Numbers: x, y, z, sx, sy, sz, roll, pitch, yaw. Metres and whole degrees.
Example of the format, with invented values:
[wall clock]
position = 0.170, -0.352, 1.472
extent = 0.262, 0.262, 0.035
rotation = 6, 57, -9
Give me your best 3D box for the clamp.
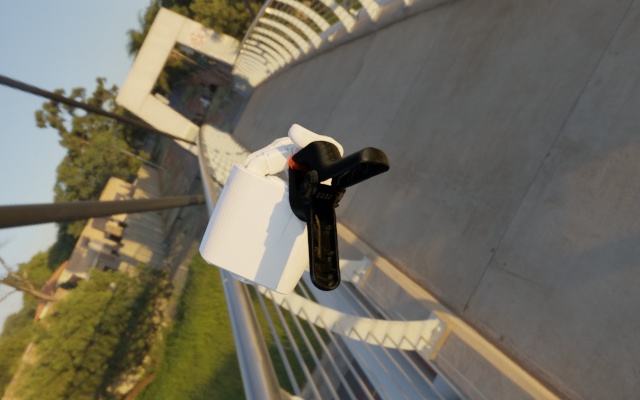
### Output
[clamp]
position = 0.000, 0.001, 0.429
extent = 0.039, 0.120, 0.171
rotation = 22, 5, -21
